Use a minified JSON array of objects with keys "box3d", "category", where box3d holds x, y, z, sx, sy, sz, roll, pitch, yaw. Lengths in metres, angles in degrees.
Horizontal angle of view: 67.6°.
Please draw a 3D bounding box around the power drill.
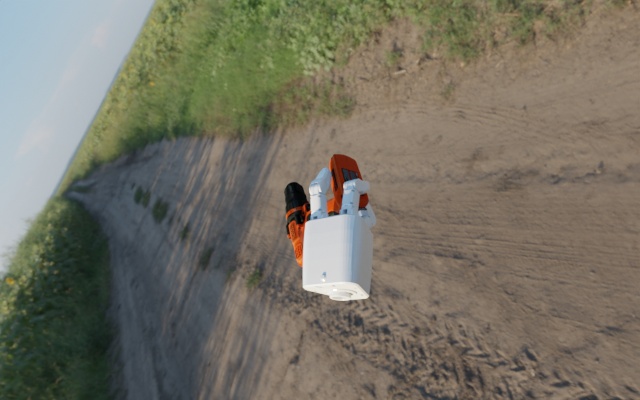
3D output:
[{"box3d":[0.000,0.003,0.860,0.057,0.184,0.188,9,-40,-33],"category":"power drill"}]
